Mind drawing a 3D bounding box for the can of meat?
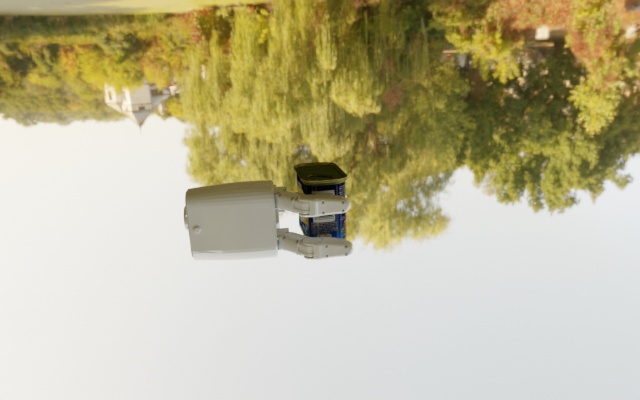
[{"bbox_3d":[0.000,0.002,0.613,0.057,0.084,0.102,-5,17,-9],"label":"can of meat"}]
